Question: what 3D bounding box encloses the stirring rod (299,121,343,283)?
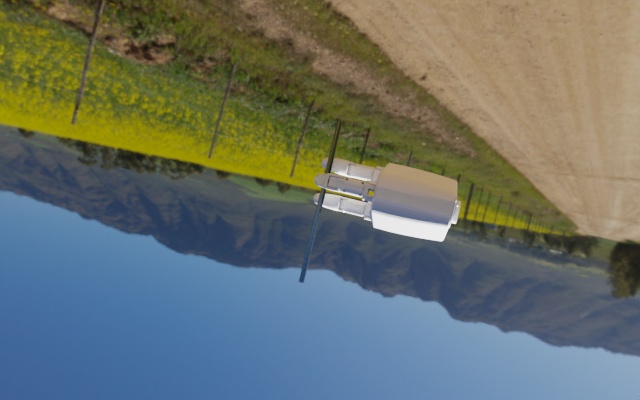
[{"bbox_3d":[0.000,0.002,0.695,0.011,0.239,0.011,14,1,0],"label":"stirring rod"}]
